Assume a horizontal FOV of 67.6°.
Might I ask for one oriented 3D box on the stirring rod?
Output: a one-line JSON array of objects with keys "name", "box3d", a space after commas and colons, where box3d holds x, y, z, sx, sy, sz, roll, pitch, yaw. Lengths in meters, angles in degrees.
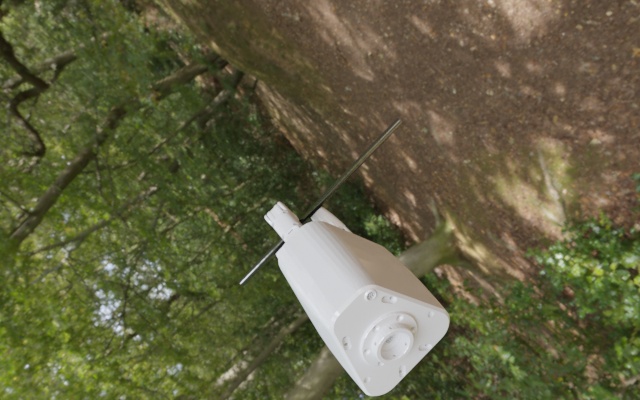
[{"name": "stirring rod", "box3d": [0.000, 0.002, 0.504, 0.011, 0.239, 0.011, 44, 0, 0]}]
